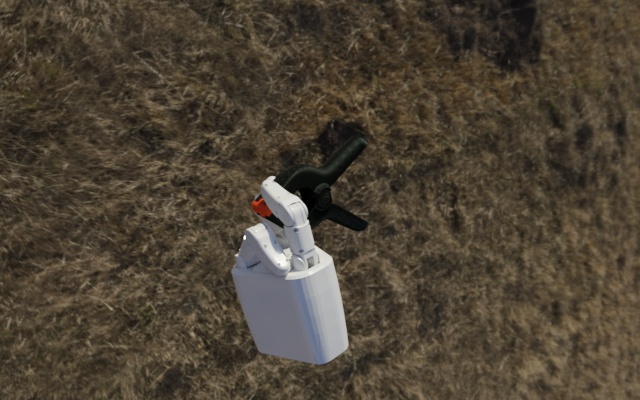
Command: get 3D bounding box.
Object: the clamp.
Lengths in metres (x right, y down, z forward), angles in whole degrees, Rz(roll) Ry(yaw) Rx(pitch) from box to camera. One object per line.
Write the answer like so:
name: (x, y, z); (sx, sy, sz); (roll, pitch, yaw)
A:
clamp: (0.000, 0.002, 0.560); (0.171, 0.120, 0.039); (-24, 18, -35)
